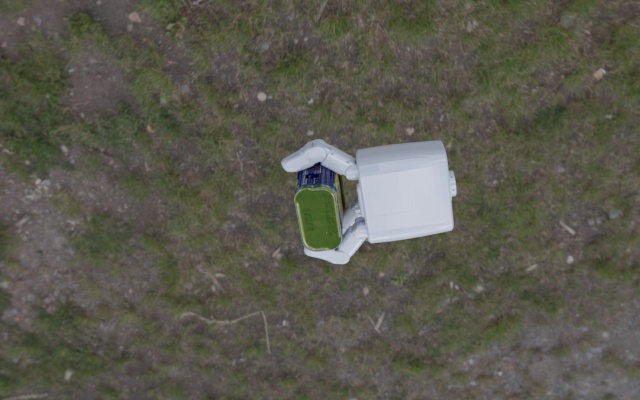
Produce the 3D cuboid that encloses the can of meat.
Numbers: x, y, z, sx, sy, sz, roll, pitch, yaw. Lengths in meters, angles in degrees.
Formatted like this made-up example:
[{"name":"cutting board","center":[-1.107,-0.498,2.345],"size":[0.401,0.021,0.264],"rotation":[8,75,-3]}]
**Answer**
[{"name":"can of meat","center":[0.000,0.002,0.609],"size":[0.057,0.102,0.084],"rotation":[-5,33,6]}]
